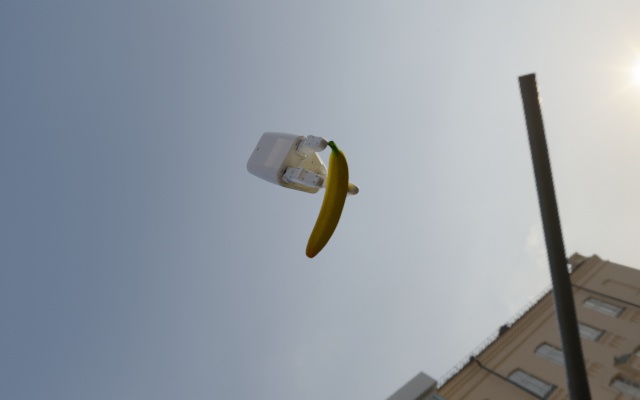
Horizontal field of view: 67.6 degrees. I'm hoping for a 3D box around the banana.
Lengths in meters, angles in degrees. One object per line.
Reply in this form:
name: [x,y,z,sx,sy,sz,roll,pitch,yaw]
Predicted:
banana: [0.014,0.000,0.801,0.069,0.198,0.037,1,13,-45]
